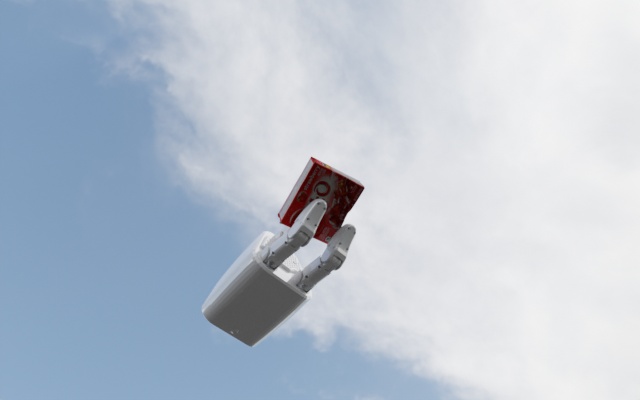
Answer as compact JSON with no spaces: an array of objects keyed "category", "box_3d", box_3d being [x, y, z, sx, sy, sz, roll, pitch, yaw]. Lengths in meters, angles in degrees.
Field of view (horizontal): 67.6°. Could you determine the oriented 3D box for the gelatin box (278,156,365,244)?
[{"category":"gelatin box","box_3d":[0.000,0.001,0.587,0.073,0.089,0.030,26,13,-20]}]
